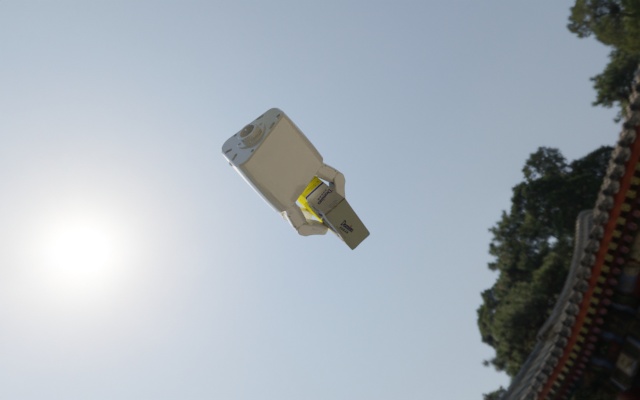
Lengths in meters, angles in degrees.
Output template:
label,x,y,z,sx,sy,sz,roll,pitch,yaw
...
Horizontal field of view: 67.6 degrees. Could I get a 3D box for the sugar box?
label,x,y,z,sx,sy,sz,roll,pitch,yaw
sugar box,0.000,0.003,0.776,0.093,0.048,0.176,52,-6,-38
